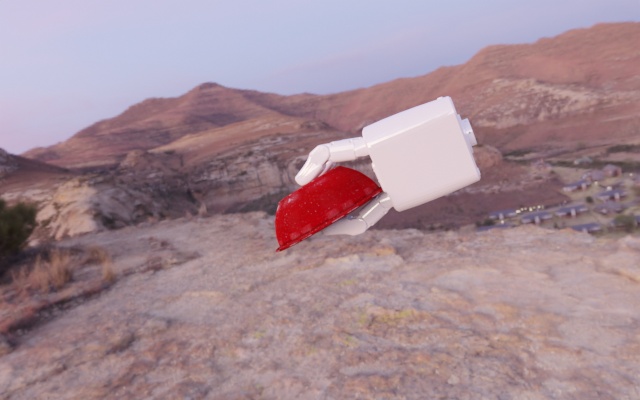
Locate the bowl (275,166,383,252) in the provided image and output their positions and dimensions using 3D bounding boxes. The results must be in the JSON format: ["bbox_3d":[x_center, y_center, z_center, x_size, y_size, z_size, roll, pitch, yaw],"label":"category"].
[{"bbox_3d":[-0.001,0.002,0.608,0.162,0.055,0.162,-31,0,0],"label":"bowl"}]
